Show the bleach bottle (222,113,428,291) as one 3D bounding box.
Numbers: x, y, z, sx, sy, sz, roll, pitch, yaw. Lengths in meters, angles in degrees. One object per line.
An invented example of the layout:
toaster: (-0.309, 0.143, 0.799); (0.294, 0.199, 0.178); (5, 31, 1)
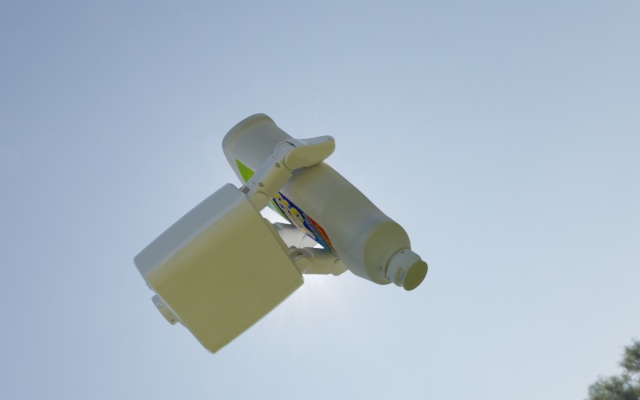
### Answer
bleach bottle: (0.000, 0.002, 0.460); (0.068, 0.103, 0.250); (-39, 44, -15)
